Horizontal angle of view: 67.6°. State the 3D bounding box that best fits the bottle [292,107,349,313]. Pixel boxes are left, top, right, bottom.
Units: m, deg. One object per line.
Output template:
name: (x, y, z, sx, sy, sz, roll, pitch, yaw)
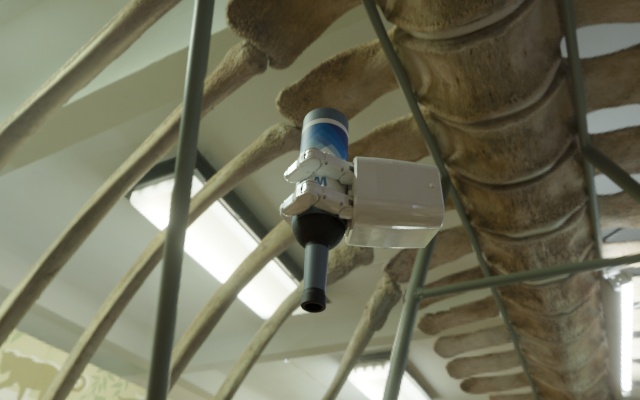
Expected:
bottle: (0.000, 0.002, 0.605, 0.069, 0.295, 0.069, 2, -40, 2)
